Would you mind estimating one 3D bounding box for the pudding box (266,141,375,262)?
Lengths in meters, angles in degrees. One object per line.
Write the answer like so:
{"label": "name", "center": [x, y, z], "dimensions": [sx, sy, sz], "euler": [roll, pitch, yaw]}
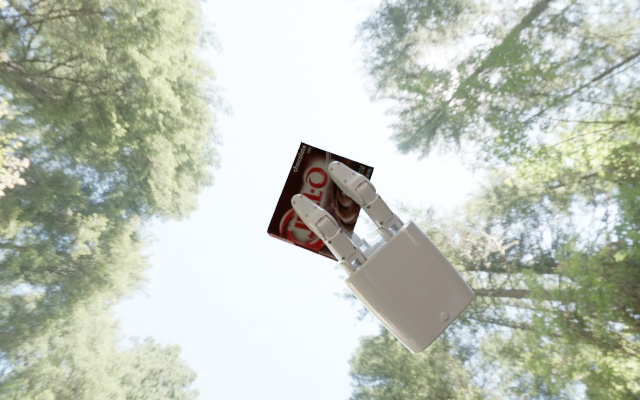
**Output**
{"label": "pudding box", "center": [0.000, 0.002, 0.539], "dimensions": [0.090, 0.113, 0.039], "euler": [20, -14, 0]}
